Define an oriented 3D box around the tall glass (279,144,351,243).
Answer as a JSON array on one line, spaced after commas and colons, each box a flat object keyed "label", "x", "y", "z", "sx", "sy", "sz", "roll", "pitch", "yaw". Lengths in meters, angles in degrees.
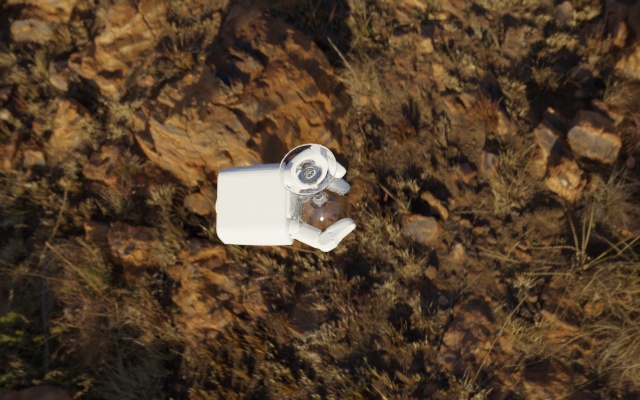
[{"label": "tall glass", "x": 0.000, "y": 0.002, "z": 0.689, "sx": 0.079, "sy": 0.079, "sz": 0.201, "roll": 0, "pitch": -25, "yaw": 11}]
